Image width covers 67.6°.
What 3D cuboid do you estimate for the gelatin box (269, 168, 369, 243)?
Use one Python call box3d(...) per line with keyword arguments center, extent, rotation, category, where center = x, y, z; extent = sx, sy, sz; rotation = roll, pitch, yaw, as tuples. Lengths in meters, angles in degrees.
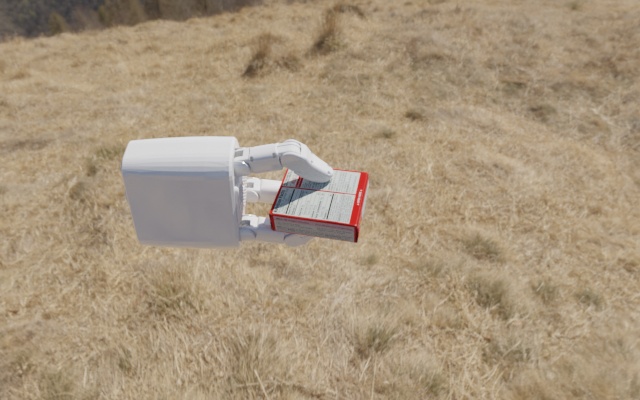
box3d(center=(0.000, 0.001, 0.484), extent=(0.089, 0.073, 0.030), rotation=(7, -41, 11), category="gelatin box")
